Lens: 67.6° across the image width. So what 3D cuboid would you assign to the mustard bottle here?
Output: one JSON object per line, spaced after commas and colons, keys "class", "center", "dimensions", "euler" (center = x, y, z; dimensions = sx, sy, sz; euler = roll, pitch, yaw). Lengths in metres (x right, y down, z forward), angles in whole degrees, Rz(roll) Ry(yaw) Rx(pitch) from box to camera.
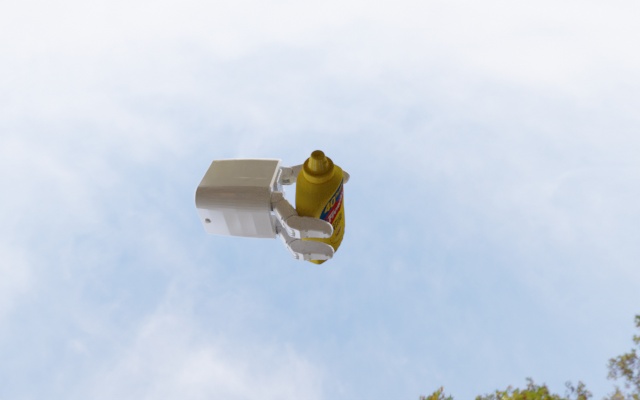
{"class": "mustard bottle", "center": [0.000, 0.002, 0.666], "dimensions": [0.058, 0.096, 0.192], "euler": [21, -35, 19]}
